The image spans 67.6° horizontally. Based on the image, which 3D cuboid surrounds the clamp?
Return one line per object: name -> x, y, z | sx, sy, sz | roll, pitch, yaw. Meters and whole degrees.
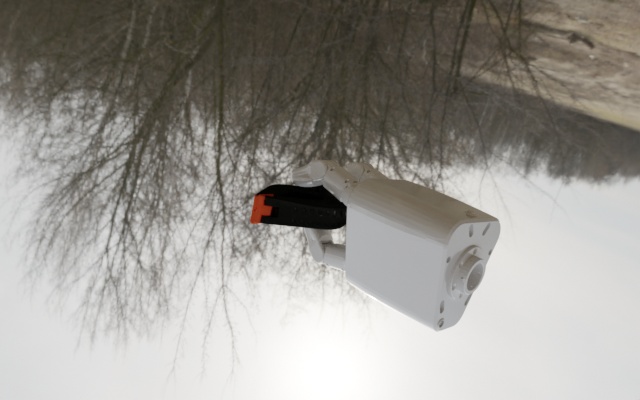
clamp -> 0.000, 0.003, 0.521 | 0.210, 0.036, 0.164 | 0, 16, -45
